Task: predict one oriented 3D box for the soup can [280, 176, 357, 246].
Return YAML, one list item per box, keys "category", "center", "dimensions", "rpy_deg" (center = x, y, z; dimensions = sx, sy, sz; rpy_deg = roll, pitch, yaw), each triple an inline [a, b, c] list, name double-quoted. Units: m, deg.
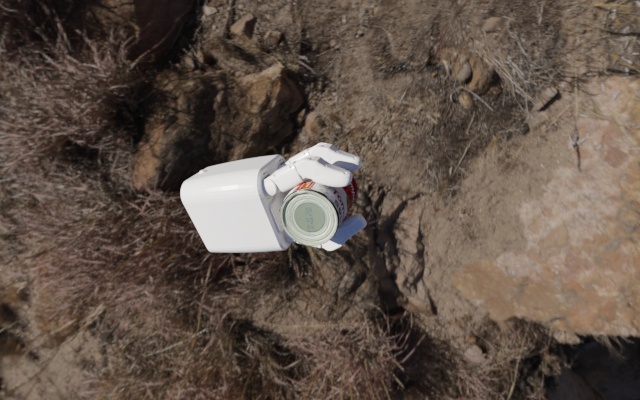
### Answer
- category: "soup can"
  center: [0.001, 0.002, 0.556]
  dimensions: [0.068, 0.068, 0.102]
  rpy_deg: [0, 20, 16]
